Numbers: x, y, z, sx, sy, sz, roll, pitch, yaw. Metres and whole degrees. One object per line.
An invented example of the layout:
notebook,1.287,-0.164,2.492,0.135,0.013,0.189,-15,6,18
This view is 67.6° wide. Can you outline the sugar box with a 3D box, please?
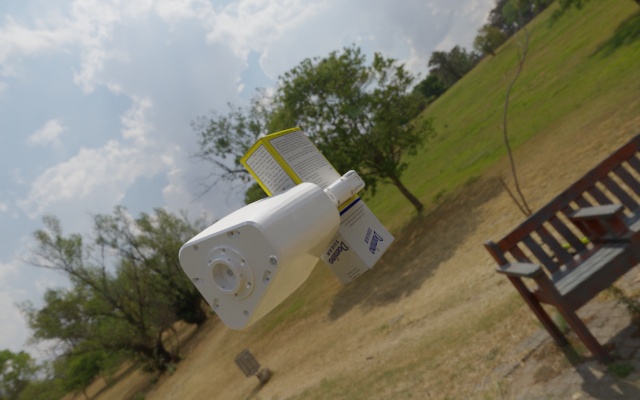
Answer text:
sugar box,0.000,0.002,0.530,0.048,0.176,0.093,-39,-3,30
